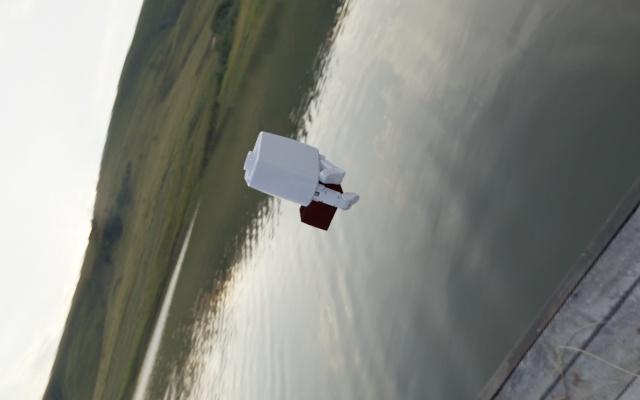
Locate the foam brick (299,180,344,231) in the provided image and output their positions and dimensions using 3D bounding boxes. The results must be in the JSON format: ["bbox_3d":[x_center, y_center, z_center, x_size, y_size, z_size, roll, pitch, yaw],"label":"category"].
[{"bbox_3d":[0.000,0.003,0.834,0.051,0.078,0.053,17,23,-15],"label":"foam brick"}]
